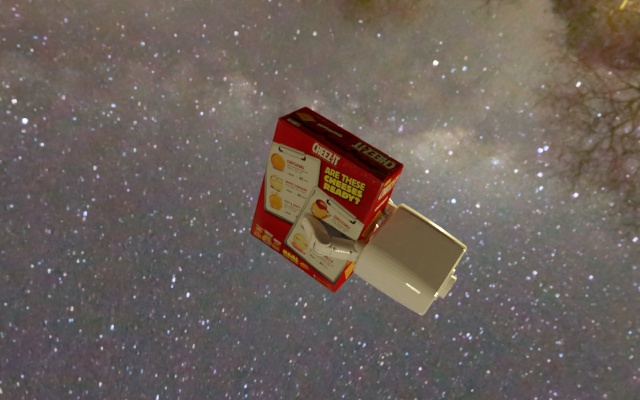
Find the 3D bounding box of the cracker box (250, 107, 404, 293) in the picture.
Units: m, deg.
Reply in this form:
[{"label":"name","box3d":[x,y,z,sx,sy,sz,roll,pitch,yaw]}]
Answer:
[{"label":"cracker box","box3d":[0.000,0.002,0.670,0.164,0.214,0.072,33,40,16]}]
